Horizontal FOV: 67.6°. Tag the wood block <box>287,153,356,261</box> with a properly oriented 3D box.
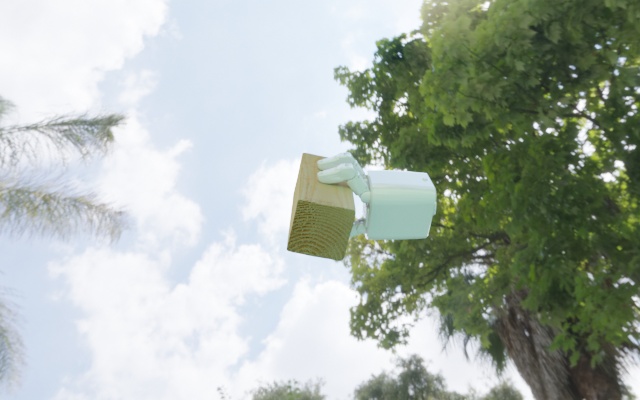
[{"bbox_3d":[0.000,0.003,0.796,0.090,0.091,0.206,11,24,-5],"label":"wood block"}]
